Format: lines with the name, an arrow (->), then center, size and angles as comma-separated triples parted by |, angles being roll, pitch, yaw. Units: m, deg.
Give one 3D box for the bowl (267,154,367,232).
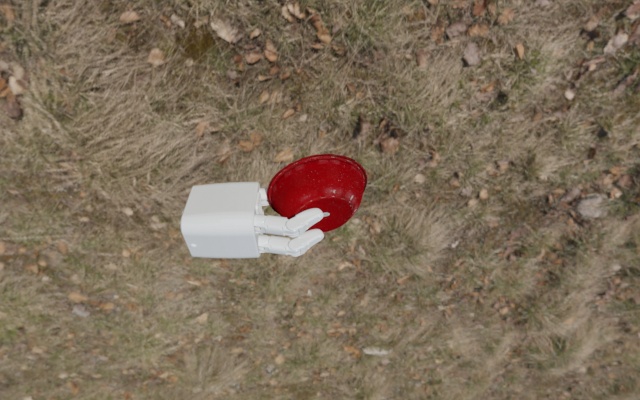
bowl -> 0.001, 0.002, 0.738 | 0.162, 0.055, 0.162 | -9, -37, -7
